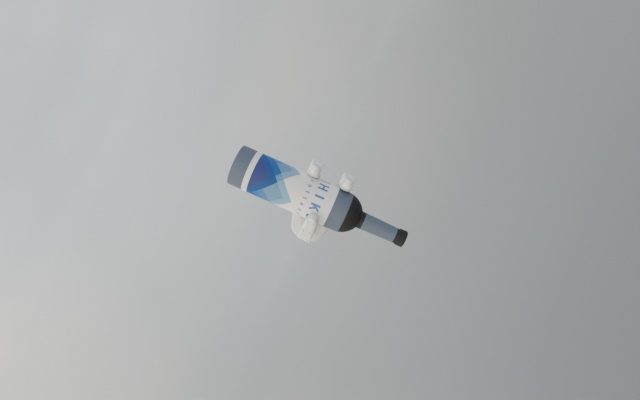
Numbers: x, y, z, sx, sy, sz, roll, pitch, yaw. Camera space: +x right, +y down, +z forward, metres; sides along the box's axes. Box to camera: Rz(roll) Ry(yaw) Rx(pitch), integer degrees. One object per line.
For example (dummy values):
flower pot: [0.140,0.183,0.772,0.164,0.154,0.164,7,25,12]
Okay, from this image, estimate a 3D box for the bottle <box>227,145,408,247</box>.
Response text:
bottle: [0.000,0.002,0.762,0.296,0.069,0.069,24,-1,-1]
